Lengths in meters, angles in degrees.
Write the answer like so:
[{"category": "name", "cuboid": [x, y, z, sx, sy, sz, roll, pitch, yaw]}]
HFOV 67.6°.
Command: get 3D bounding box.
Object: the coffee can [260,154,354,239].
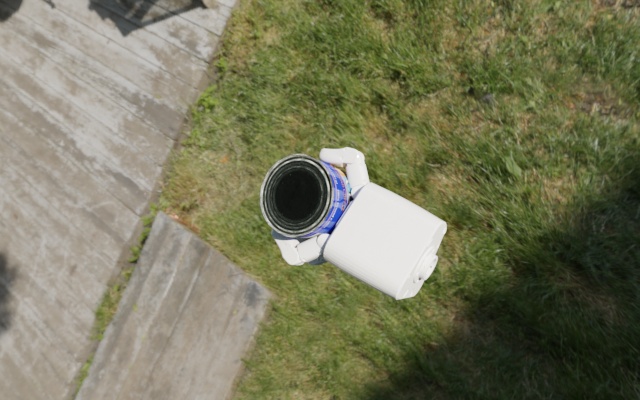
[{"category": "coffee can", "cuboid": [0.000, 0.002, 0.639, 0.103, 0.103, 0.140, 0, -7, 27]}]
